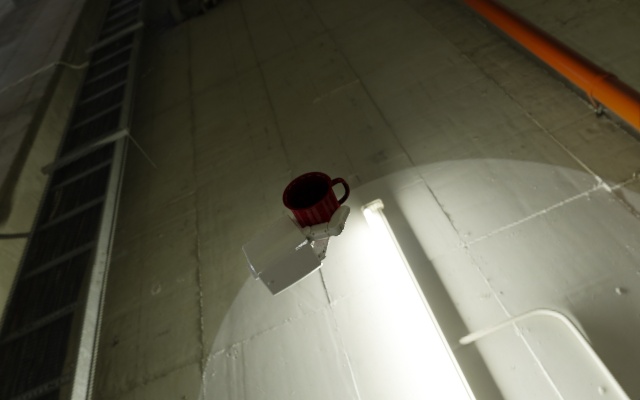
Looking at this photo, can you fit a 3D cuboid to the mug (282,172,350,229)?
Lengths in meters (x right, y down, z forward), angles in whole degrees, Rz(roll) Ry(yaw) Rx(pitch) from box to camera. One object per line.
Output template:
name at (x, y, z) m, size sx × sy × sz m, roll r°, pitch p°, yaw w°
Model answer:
mug at (0.001, 0.002, 0.856) m, size 0.117 × 0.082 × 0.093 m, roll -33°, pitch 42°, yaw -6°
